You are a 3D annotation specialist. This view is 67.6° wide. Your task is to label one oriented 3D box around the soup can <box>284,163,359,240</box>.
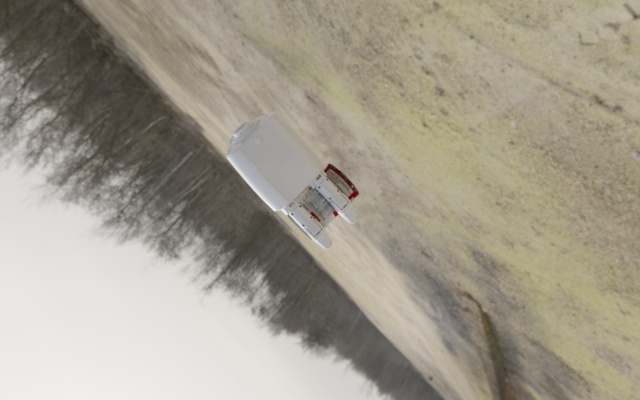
[{"bbox_3d":[0.000,0.003,0.732,0.068,0.102,0.068,44,-7,7],"label":"soup can"}]
